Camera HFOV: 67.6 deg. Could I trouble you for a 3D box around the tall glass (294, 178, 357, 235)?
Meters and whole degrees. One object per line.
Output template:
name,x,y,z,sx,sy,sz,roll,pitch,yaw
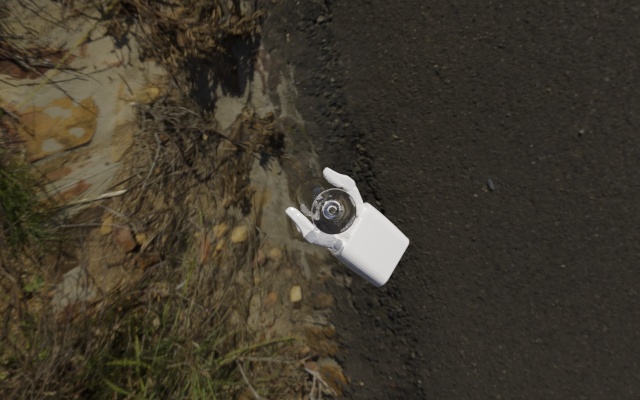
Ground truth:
tall glass,0.000,0.003,0.845,0.079,0.079,0.201,0,9,-13
